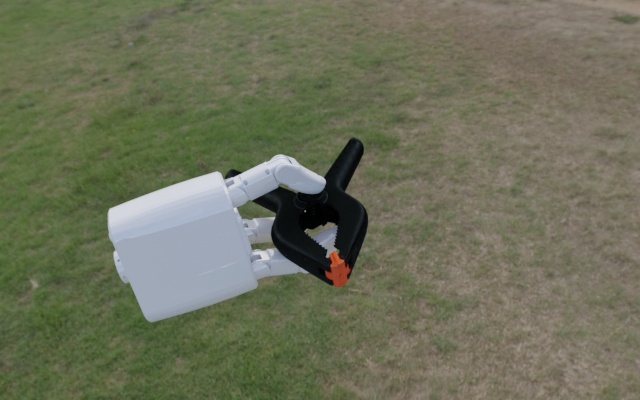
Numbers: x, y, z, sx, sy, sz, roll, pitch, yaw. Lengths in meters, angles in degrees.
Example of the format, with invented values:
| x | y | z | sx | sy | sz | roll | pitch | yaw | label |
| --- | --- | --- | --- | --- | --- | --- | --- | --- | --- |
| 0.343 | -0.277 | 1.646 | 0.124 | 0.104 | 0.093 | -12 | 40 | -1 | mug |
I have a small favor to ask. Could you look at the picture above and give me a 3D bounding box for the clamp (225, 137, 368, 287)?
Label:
| x | y | z | sx | sy | sz | roll | pitch | yaw | label |
| --- | --- | --- | --- | --- | --- | --- | --- | --- | --- |
| 0.000 | 0.001 | 0.488 | 0.164 | 0.036 | 0.210 | -21 | 38 | -11 | clamp |
